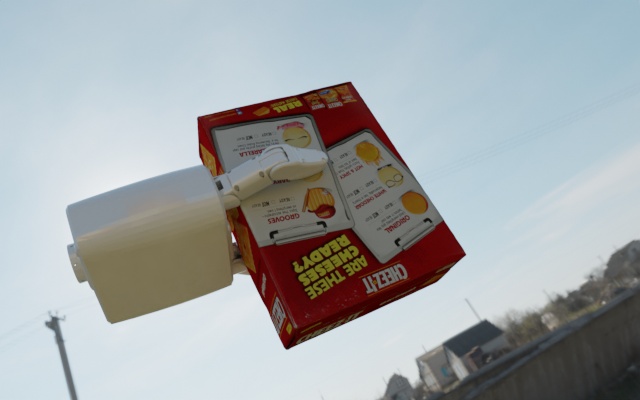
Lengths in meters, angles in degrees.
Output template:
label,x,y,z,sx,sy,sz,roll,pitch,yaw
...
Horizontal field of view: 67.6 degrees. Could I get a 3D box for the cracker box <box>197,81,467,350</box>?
label,x,y,z,sx,sy,sz,roll,pitch,yaw
cracker box,0.000,0.001,0.439,0.164,0.213,0.072,-18,-26,-22
